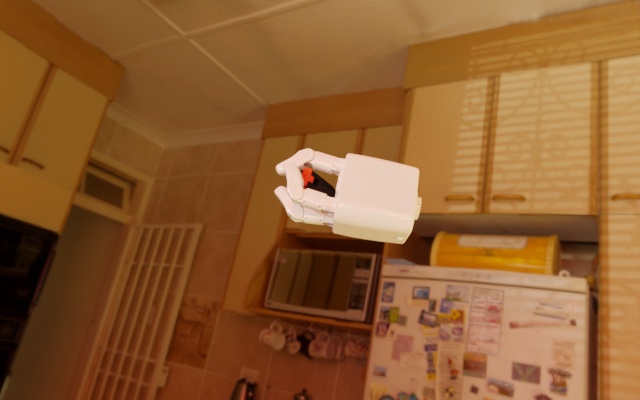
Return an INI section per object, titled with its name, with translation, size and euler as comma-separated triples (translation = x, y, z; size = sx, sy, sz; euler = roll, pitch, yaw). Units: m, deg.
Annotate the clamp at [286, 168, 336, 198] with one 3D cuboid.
[clamp]
translation = 0.000, 0.002, 0.749
size = 0.120, 0.039, 0.171
euler = 11, -18, 4
